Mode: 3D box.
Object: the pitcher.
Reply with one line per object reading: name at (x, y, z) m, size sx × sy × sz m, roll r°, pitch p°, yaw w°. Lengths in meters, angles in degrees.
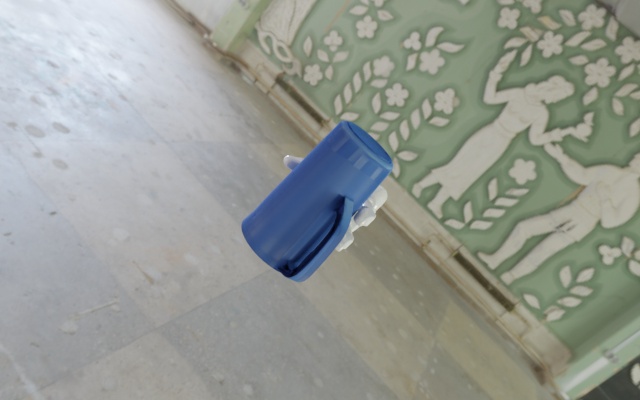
pitcher at (0.000, 0.002, 0.748) m, size 0.243 × 0.149 × 0.145 m, roll -47°, pitch -10°, yaw 18°
